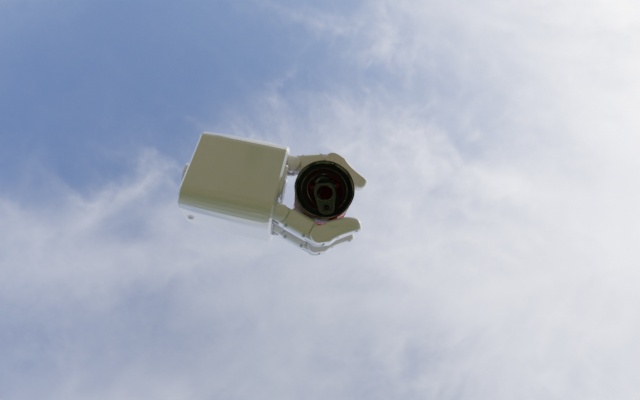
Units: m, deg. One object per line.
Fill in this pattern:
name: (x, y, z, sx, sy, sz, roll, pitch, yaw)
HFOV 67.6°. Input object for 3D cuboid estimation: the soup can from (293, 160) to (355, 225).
soup can: (0.001, 0.002, 0.577, 0.068, 0.068, 0.102, 0, -17, -6)
